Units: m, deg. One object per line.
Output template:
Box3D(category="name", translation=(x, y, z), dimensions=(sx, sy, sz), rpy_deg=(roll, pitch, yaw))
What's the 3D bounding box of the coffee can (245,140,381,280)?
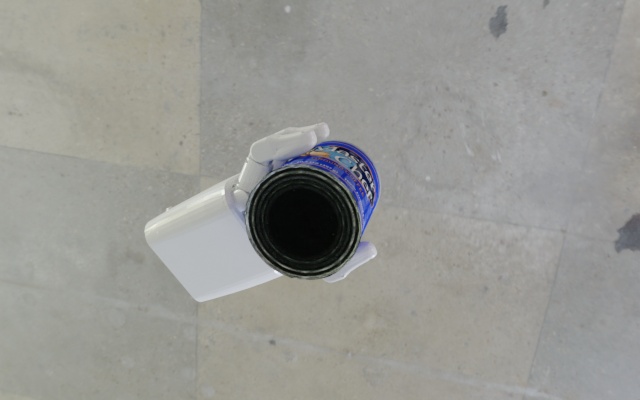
Box3D(category="coffee can", translation=(0.000, 0.001, 0.465), dimensions=(0.103, 0.103, 0.140), rpy_deg=(0, 15, 14))
